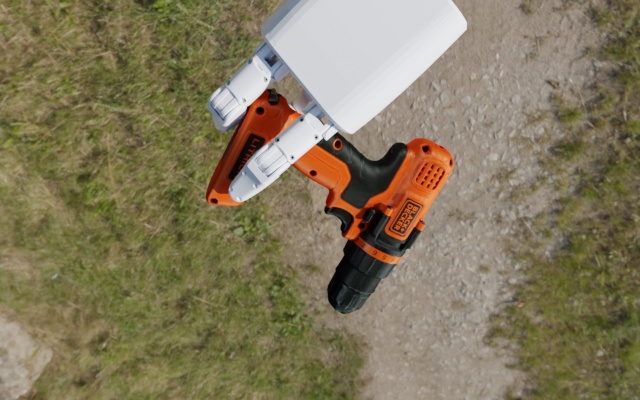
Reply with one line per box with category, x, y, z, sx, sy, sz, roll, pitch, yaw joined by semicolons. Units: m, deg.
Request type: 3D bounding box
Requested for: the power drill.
power drill;0.000;0.001;0.422;0.188;0.184;0.057;24;16;-17
